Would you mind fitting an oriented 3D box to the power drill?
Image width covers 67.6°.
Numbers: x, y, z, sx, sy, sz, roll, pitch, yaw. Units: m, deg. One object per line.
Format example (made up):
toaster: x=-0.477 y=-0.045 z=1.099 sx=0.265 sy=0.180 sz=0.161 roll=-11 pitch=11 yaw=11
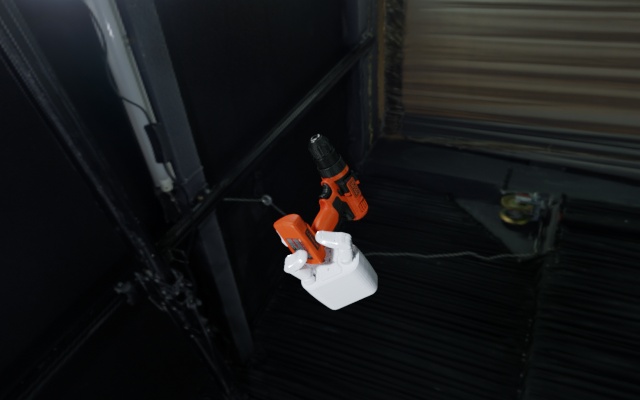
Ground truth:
power drill: x=0.000 y=0.003 z=0.836 sx=0.057 sy=0.184 sz=0.187 roll=-4 pitch=38 yaw=45
